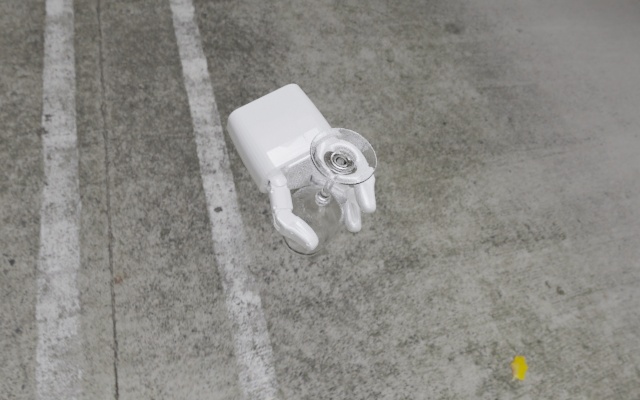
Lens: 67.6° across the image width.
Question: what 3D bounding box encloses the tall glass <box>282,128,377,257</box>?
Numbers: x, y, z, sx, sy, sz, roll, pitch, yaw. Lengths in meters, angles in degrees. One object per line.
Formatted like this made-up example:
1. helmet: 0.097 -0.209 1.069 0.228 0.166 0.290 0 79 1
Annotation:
1. tall glass: 0.000 0.002 0.588 0.079 0.079 0.201 0 -31 -17
